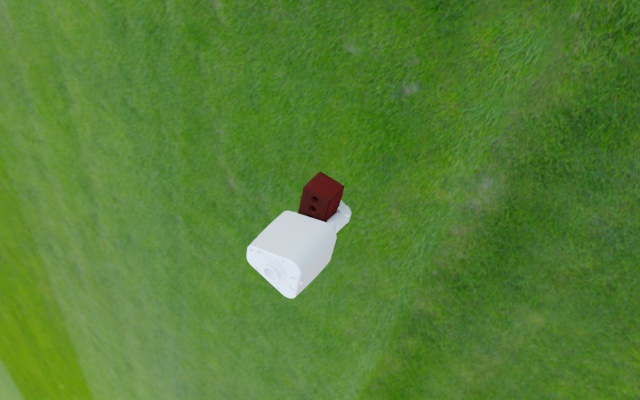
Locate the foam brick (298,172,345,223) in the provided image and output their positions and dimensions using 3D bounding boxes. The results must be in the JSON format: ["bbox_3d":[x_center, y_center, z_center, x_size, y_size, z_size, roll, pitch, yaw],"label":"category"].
[{"bbox_3d":[0.000,0.002,0.815,0.053,0.078,0.051,30,45,18],"label":"foam brick"}]
